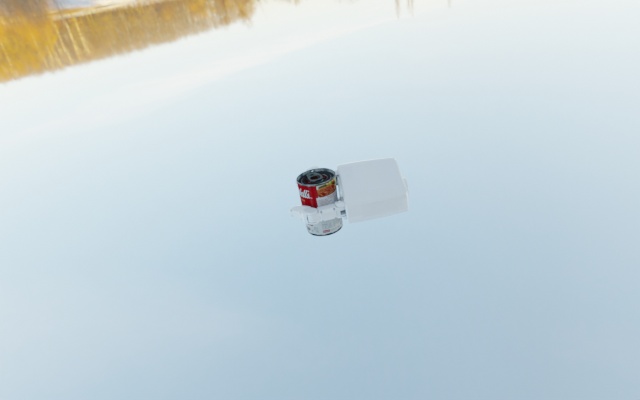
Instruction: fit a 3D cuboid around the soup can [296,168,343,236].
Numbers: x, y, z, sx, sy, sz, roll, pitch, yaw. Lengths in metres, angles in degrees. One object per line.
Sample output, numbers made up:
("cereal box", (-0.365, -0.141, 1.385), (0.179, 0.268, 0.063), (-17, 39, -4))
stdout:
("soup can", (0.000, 0.003, 0.837), (0.068, 0.102, 0.068), (-8, 27, 4))
